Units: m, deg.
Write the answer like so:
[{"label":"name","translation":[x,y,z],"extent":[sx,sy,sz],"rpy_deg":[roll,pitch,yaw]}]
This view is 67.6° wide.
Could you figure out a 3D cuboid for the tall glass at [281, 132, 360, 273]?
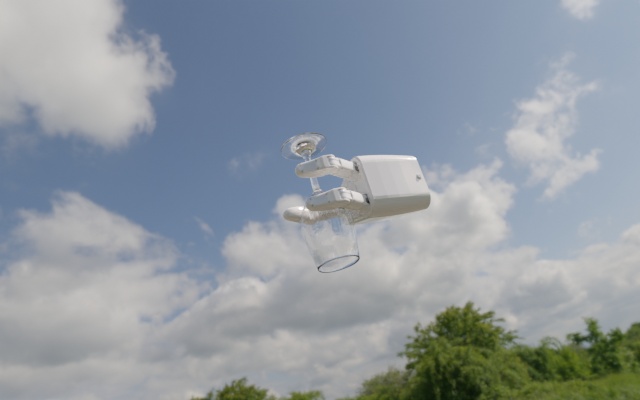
[{"label":"tall glass","translation":[0.000,0.002,0.707],"extent":[0.079,0.201,0.079],"rpy_deg":[-13,-24,-6]}]
